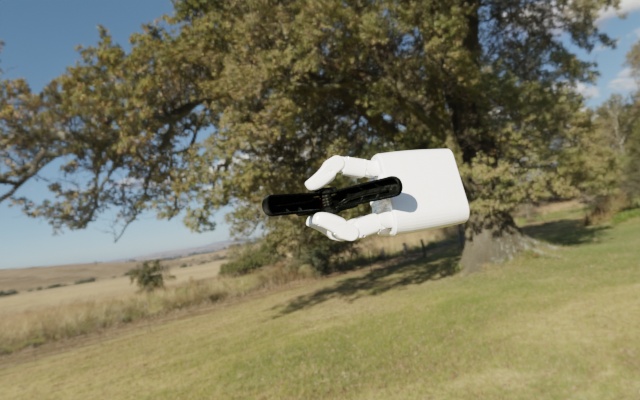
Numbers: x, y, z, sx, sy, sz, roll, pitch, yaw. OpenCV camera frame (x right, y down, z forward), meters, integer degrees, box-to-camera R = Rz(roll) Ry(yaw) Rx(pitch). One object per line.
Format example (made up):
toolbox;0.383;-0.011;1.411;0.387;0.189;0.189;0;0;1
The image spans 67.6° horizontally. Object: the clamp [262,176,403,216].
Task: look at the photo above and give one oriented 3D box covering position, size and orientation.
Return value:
clamp;0.000;0.001;0.636;0.164;0.036;0.210;-7;-4;-11
